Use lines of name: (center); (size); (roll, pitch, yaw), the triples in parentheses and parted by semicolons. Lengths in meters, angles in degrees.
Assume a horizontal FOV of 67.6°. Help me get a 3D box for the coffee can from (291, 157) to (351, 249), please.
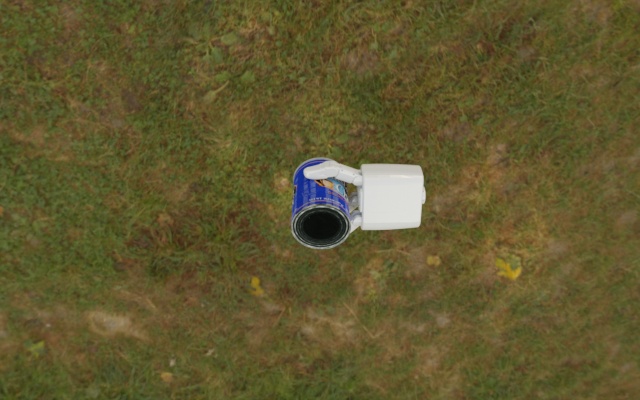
coffee can: (0.000, 0.003, 0.862); (0.103, 0.103, 0.140); (0, 39, -1)
